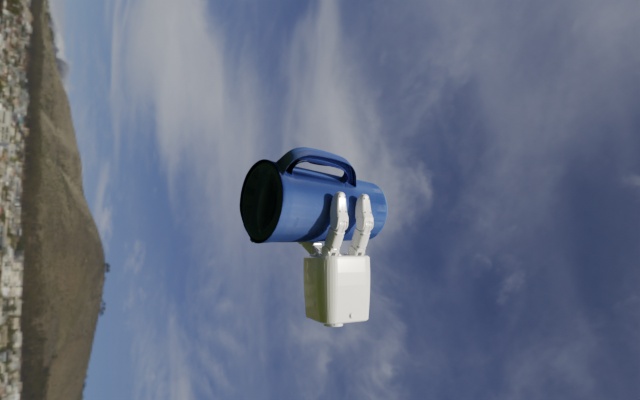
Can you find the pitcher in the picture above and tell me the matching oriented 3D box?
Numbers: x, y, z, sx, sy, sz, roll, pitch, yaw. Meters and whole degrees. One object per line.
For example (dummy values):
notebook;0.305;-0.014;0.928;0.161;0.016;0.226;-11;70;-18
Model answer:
pitcher;0.000;0.003;0.810;0.243;0.145;0.149;5;-9;-37
